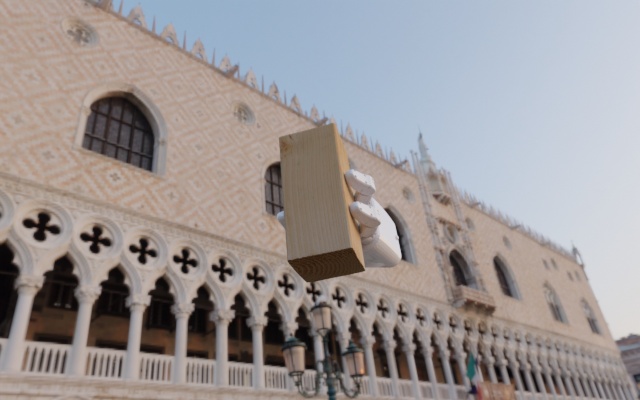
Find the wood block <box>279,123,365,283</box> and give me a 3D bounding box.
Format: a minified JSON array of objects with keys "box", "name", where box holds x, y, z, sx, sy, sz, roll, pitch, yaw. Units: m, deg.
[{"box":[0.000,0.002,0.700,0.091,0.206,0.090,-14,-32,11],"name":"wood block"}]
